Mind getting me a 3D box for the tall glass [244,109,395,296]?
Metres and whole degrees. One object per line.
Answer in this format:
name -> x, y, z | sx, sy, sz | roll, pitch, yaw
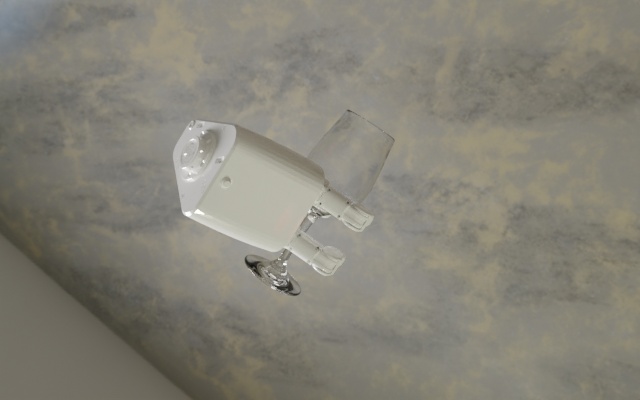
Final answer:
tall glass -> 0.000, 0.002, 0.523 | 0.079, 0.201, 0.079 | 33, 8, -5
